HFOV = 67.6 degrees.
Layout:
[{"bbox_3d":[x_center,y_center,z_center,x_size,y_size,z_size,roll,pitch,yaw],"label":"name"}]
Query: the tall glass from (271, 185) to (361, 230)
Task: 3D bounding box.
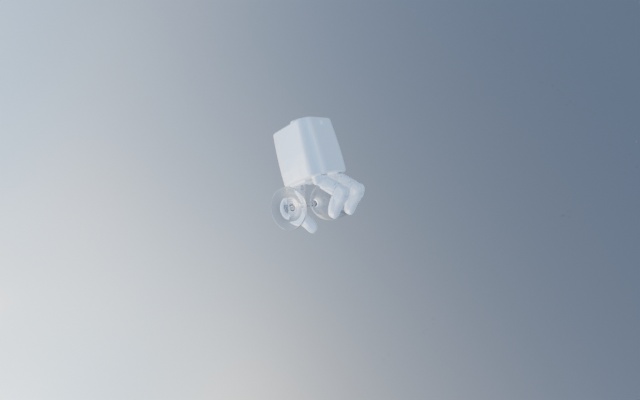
[{"bbox_3d":[0.000,0.003,0.881,0.079,0.079,0.201,0,6,33],"label":"tall glass"}]
